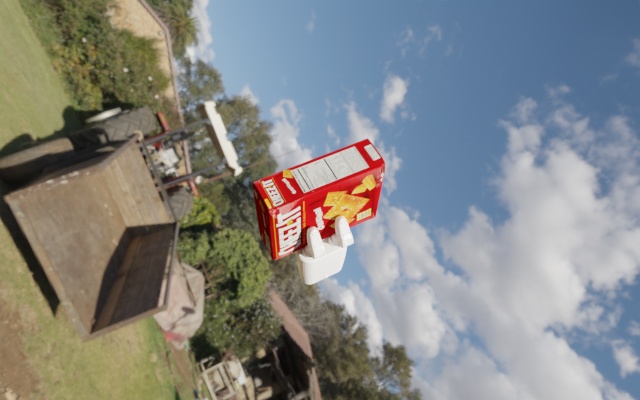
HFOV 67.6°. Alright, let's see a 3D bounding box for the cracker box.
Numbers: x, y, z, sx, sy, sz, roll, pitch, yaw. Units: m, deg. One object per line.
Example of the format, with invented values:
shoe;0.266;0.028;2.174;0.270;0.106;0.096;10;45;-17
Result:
cracker box;0.000;0.002;0.822;0.213;0.072;0.164;-23;-31;-17
